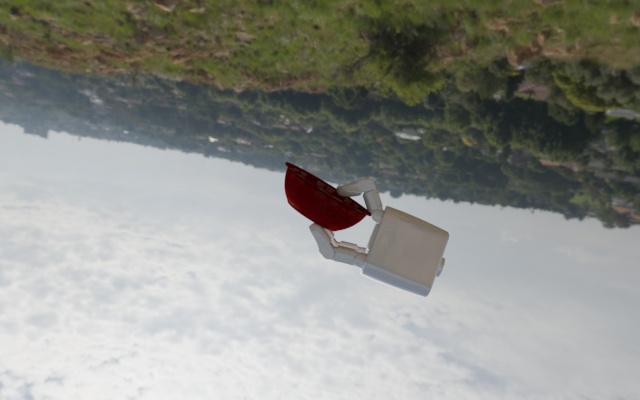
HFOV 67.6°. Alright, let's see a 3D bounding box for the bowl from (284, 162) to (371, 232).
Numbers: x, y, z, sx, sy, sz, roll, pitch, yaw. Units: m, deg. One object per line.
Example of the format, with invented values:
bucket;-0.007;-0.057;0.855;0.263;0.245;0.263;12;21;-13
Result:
bowl;-0.001;0.002;0.762;0.162;0.055;0.162;32;6;-4
